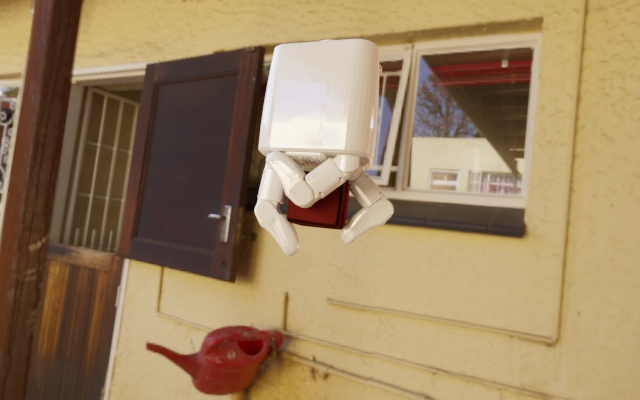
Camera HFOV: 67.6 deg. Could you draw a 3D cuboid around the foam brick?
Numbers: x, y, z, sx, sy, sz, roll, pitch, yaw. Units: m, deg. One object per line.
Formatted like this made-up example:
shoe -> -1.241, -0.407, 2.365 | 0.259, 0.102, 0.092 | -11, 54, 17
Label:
foam brick -> 0.000, 0.002, 0.490 | 0.053, 0.051, 0.078 | 6, -5, 7
